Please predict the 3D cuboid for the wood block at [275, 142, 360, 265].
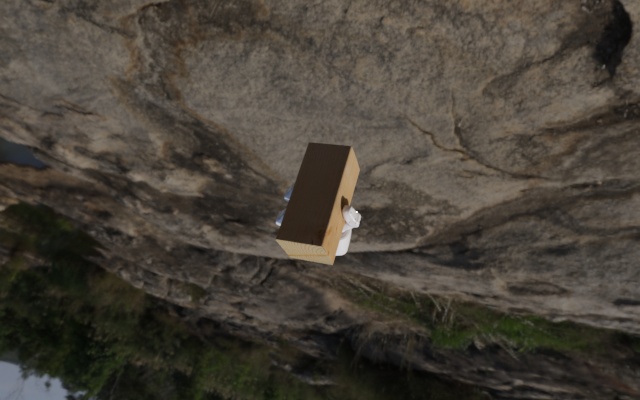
[{"bbox_3d":[0.000,0.003,0.893,0.091,0.206,0.090,8,-26,20],"label":"wood block"}]
